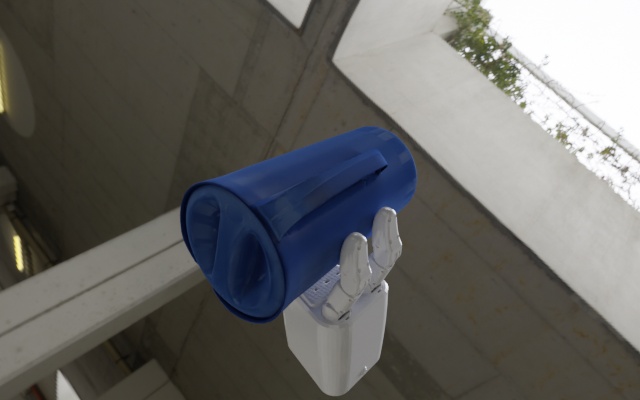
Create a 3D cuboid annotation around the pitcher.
[{"bbox_3d":[0.000,0.002,0.476,0.149,0.145,0.242,19,34,35],"label":"pitcher"}]
